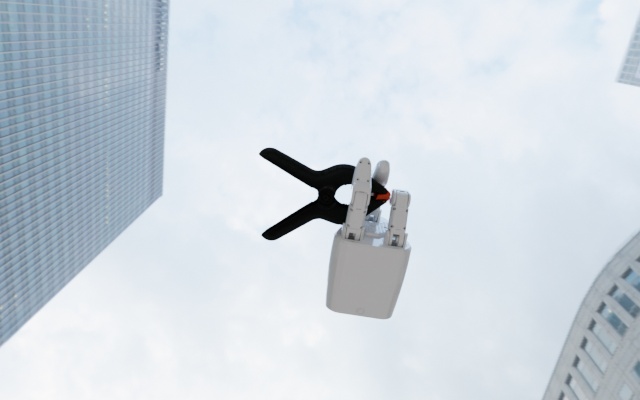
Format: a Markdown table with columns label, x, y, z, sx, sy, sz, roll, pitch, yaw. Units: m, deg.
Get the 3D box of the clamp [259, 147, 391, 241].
| label | x | y | z | sx | sy | sz | roll | pitch | yaw |
| --- | --- | --- | --- | --- | --- | --- | --- | --- | --- |
| clamp | 0.000 | 0.002 | 0.612 | 0.171 | 0.120 | 0.039 | 9 | 20 | -1 |
